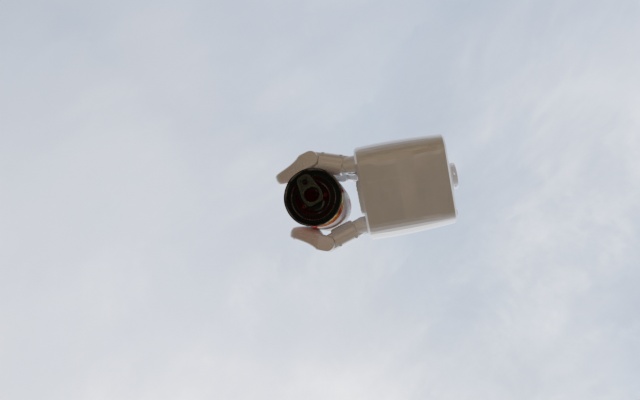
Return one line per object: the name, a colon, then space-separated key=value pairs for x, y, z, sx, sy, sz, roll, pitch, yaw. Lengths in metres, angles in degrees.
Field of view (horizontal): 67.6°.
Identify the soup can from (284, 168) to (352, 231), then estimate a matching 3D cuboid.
soup can: x=0.000 y=0.002 z=0.588 sx=0.068 sy=0.068 sz=0.102 roll=0 pitch=-7 yaw=10
